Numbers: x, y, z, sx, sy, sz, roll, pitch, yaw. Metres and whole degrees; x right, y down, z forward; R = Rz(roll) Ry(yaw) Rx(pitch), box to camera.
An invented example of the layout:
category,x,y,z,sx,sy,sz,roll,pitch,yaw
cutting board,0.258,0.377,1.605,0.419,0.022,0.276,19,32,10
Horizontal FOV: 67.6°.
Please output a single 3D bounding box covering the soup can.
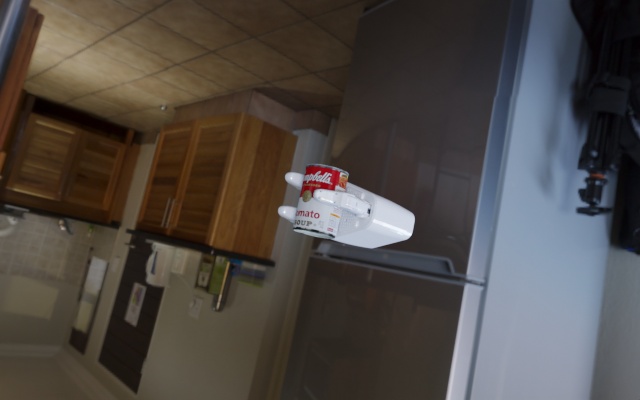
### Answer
category,x,y,z,sx,sy,sz,roll,pitch,yaw
soup can,0.000,0.003,0.732,0.068,0.102,0.068,12,-9,2
